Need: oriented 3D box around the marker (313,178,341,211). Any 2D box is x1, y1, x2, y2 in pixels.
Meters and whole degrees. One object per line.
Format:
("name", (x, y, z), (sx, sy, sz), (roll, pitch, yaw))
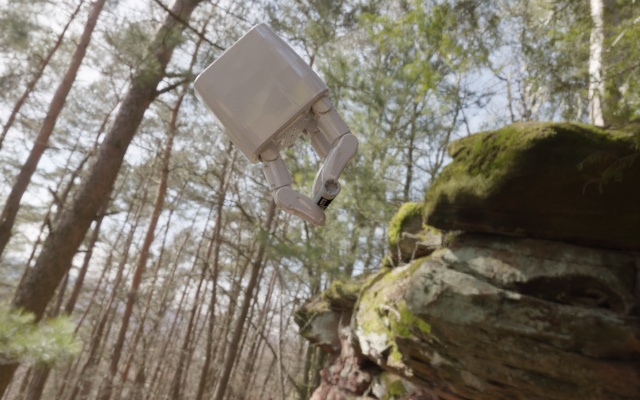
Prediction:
("marker", (0.000, 0.002, 0.525), (0.020, 0.020, 0.121), (0, -14, -11))
